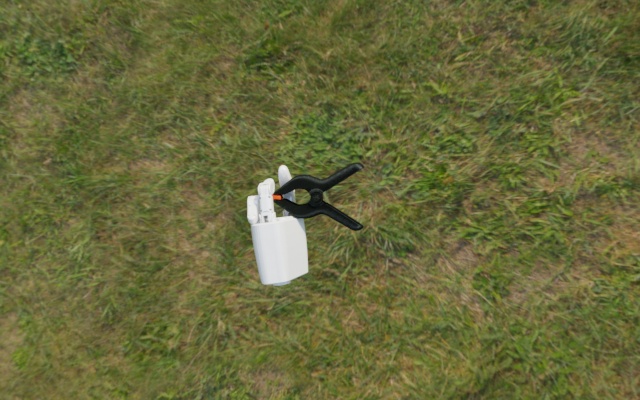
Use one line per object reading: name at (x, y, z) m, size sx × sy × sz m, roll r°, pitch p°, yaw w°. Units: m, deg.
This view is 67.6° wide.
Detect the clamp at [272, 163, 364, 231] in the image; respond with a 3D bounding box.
clamp at (0.000, 0.003, 0.852) m, size 0.171 × 0.120 × 0.039 m, roll -8°, pitch -1°, yaw 7°
